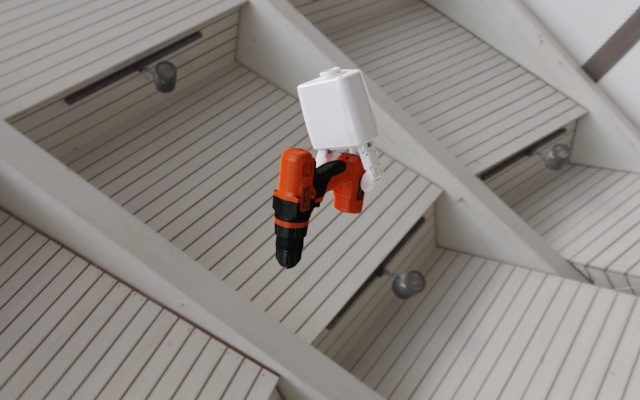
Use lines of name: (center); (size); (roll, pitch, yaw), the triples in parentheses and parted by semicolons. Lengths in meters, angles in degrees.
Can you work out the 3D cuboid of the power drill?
power drill: (0.000, 0.002, 0.754); (0.057, 0.184, 0.187); (19, 22, 32)
